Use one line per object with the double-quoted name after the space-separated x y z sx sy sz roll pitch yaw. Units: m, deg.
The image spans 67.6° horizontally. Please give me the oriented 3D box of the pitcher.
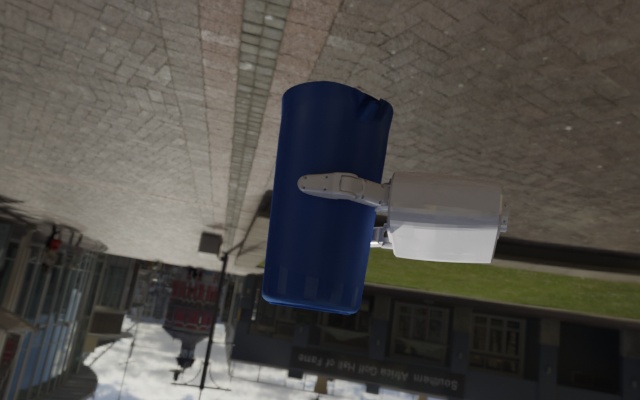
0.000 0.002 0.551 0.145 0.242 0.149 4 -14 16 "pitcher"
